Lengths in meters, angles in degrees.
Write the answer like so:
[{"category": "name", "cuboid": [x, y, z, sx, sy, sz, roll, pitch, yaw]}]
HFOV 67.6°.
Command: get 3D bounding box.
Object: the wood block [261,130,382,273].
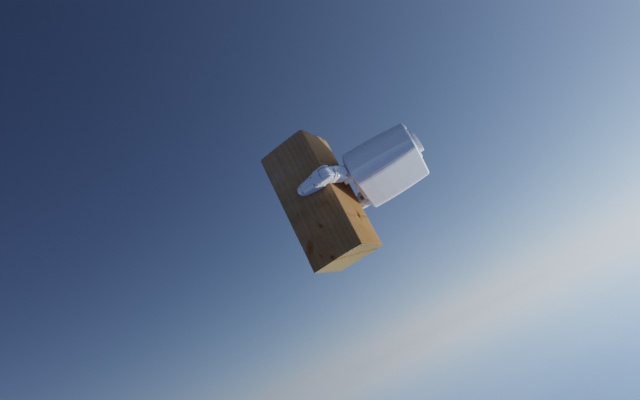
[{"category": "wood block", "cuboid": [0.000, 0.002, 0.761, 0.090, 0.206, 0.091, -35, -21, 21]}]
